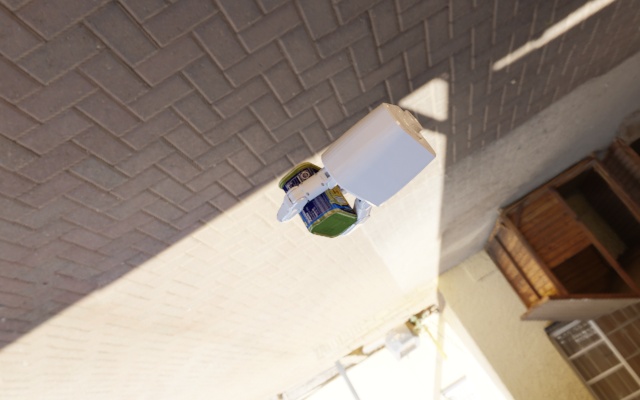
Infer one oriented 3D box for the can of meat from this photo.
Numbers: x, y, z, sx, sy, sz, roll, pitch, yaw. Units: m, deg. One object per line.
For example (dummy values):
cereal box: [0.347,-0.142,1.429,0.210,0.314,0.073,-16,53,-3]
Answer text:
can of meat: [0.000,0.002,0.667,0.057,0.084,0.102,-39,-23,16]
